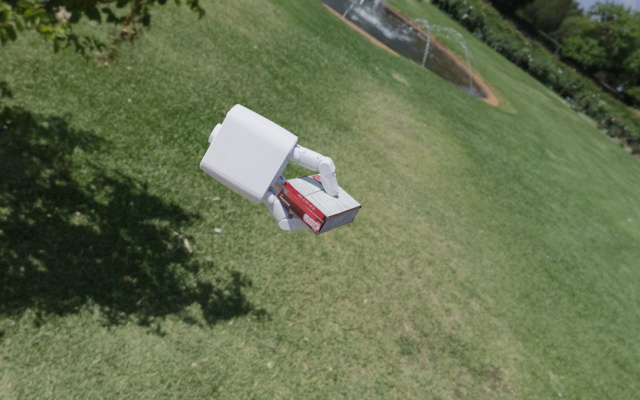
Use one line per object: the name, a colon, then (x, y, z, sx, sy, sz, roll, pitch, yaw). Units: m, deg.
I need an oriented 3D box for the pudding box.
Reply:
pudding box: (0.000, 0.002, 0.739, 0.090, 0.039, 0.113, 43, 29, 19)
